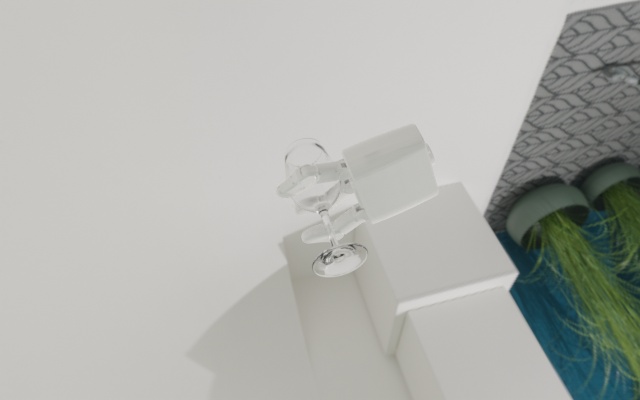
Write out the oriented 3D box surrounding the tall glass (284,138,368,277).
[{"bbox_3d":[0.000,0.003,0.665,0.079,0.201,0.079,-12,-38,-9],"label":"tall glass"}]
